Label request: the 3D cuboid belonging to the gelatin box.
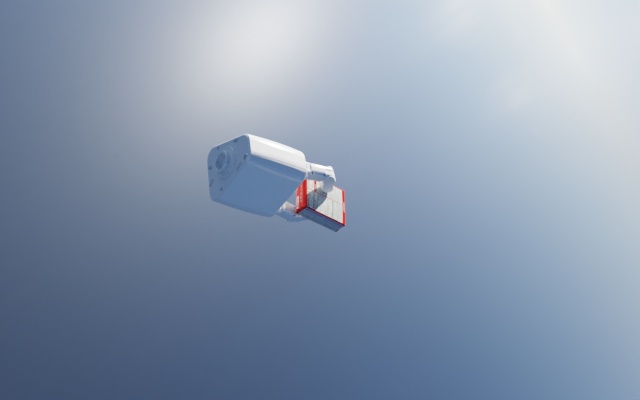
[{"bbox_3d":[0.001,0.003,0.800,0.089,0.073,0.030,26,-43,-31],"label":"gelatin box"}]
